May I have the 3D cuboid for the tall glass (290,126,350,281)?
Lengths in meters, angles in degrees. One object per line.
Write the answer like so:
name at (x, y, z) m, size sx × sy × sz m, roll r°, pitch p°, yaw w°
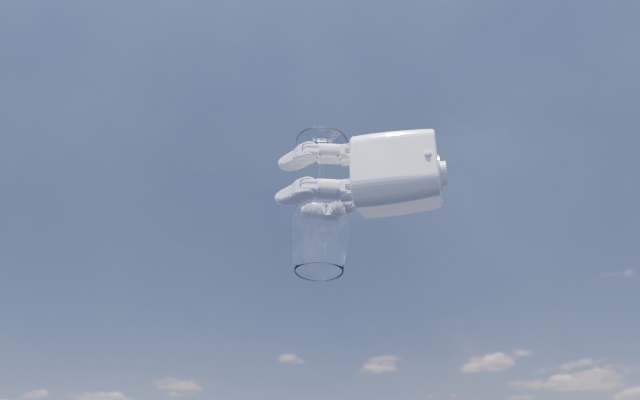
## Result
tall glass at (0.000, 0.002, 0.637) m, size 0.079 × 0.201 × 0.079 m, roll 1°, pitch -30°, yaw 1°
